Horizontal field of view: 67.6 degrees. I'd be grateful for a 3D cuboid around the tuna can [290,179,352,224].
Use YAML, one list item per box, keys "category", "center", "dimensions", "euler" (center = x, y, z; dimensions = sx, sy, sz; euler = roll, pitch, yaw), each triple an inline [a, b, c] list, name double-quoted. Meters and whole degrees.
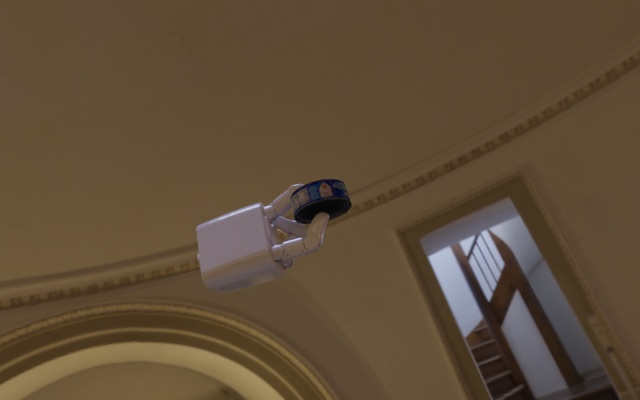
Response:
- category: "tuna can"
  center: [0.000, 0.002, 0.694]
  dimensions: [0.086, 0.033, 0.086]
  euler: [-13, -22, -5]
